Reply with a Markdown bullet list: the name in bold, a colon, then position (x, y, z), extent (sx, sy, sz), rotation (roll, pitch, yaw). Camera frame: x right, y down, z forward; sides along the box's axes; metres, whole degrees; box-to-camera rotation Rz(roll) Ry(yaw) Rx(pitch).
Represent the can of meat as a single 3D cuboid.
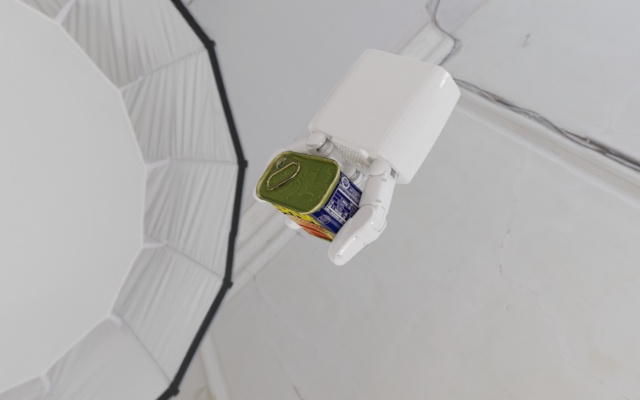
- **can of meat**: position (0.000, 0.002, 0.467), extent (0.102, 0.057, 0.084), rotation (17, -18, 49)
